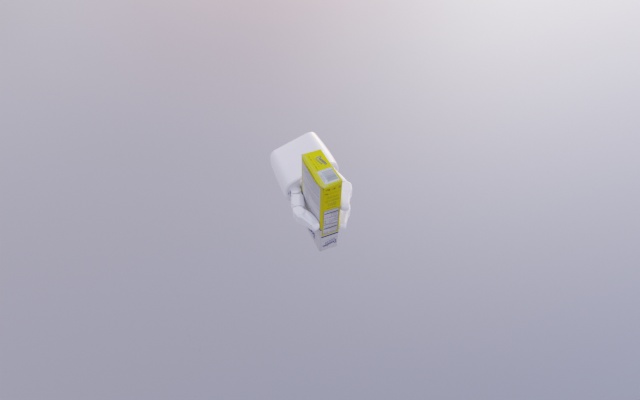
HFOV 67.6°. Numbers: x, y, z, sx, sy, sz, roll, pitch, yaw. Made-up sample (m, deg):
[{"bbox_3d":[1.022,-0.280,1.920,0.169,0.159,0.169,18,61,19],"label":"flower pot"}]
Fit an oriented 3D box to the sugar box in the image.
[{"bbox_3d":[0.001,0.003,0.885,0.048,0.093,0.176,-19,-39,-15],"label":"sugar box"}]
